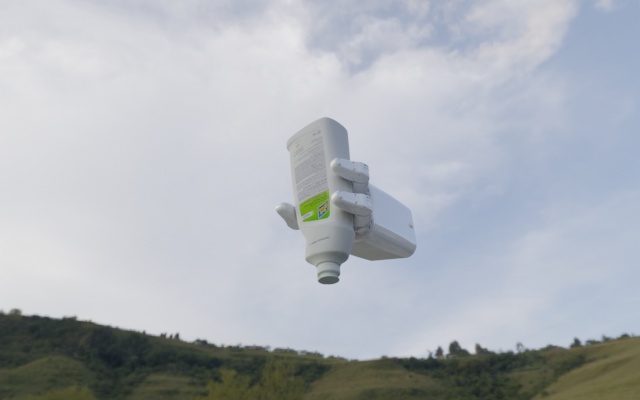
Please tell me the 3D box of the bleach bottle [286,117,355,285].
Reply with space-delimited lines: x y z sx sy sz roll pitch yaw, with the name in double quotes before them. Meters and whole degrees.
"bleach bottle" 0.000 0.002 0.692 0.102 0.250 0.068 -30 -41 36
